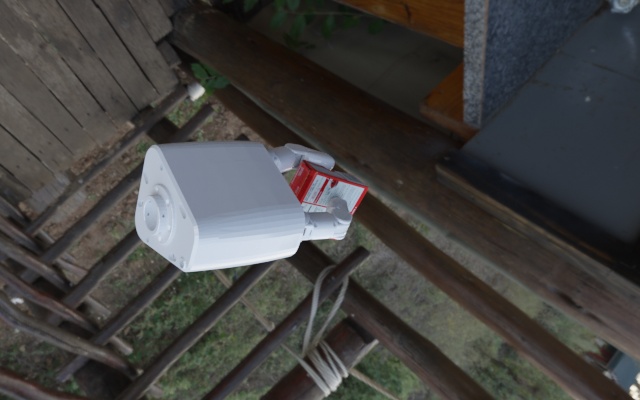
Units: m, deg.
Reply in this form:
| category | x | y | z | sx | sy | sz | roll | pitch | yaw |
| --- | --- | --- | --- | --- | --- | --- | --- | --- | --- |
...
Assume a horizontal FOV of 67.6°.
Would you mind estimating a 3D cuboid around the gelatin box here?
| category | x | y | z | sx | sy | sz | roll | pitch | yaw |
| --- | --- | --- | --- | --- | --- | --- | --- | --- | --- |
| gelatin box | 0.001 | 0.002 | 0.515 | 0.089 | 0.073 | 0.030 | 13 | 22 | -46 |
